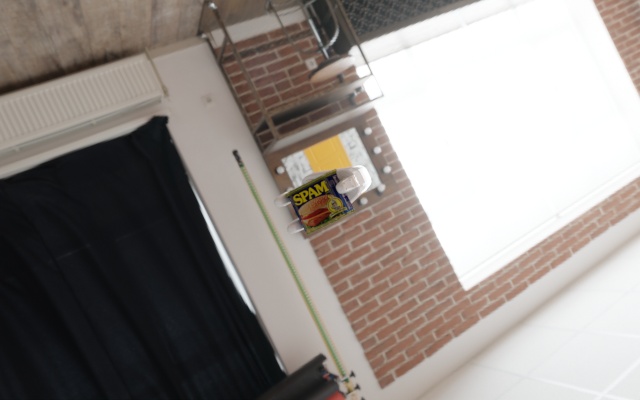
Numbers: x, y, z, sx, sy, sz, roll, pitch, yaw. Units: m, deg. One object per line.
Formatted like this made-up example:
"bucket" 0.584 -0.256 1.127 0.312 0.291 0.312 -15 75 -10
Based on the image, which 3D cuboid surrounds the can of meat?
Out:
"can of meat" 0.000 0.003 0.861 0.102 0.084 0.057 -26 1 20
